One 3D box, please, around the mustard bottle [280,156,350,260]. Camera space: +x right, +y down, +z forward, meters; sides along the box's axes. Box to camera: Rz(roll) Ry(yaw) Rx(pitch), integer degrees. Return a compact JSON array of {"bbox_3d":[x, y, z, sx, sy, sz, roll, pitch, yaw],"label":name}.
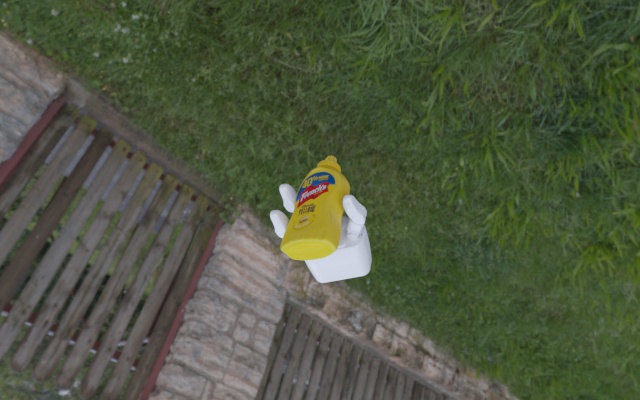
[{"bbox_3d":[0.000,0.003,0.783,0.096,0.191,0.058,-16,-46,36],"label":"mustard bottle"}]
